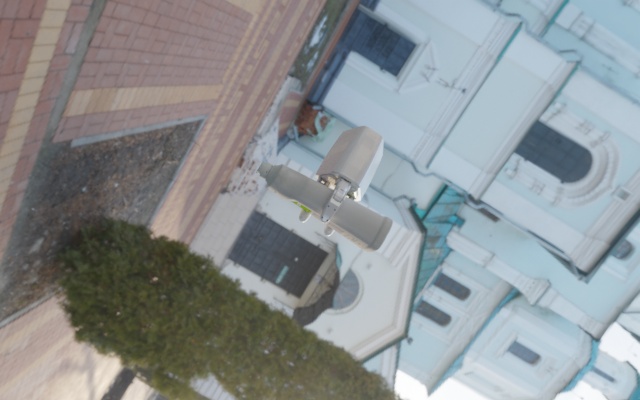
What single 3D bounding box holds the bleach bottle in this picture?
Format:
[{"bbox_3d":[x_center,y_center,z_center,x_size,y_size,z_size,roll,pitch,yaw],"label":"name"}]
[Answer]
[{"bbox_3d":[0.000,0.003,0.855,0.251,0.068,0.102,31,-12,-4],"label":"bleach bottle"}]
